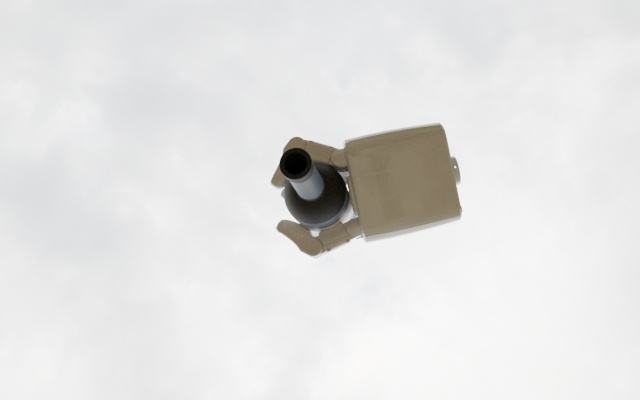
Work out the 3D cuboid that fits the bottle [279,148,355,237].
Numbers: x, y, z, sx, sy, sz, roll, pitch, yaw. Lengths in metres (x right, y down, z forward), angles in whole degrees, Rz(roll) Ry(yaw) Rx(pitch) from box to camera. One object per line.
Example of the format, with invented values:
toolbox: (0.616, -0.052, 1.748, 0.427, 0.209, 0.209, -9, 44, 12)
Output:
bottle: (0.000, 0.002, 0.532, 0.069, 0.069, 0.296, 0, -13, 8)
